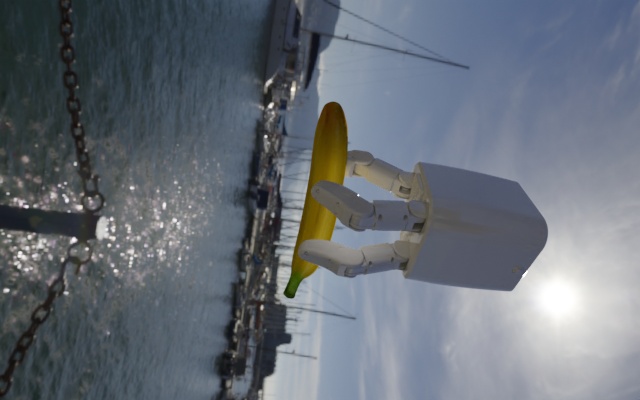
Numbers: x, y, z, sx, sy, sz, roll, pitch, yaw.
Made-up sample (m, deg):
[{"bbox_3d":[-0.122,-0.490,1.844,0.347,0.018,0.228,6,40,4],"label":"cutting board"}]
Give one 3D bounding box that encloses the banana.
[{"bbox_3d":[0.001,-0.001,0.469,0.037,0.198,0.069,12,20,2],"label":"banana"}]
